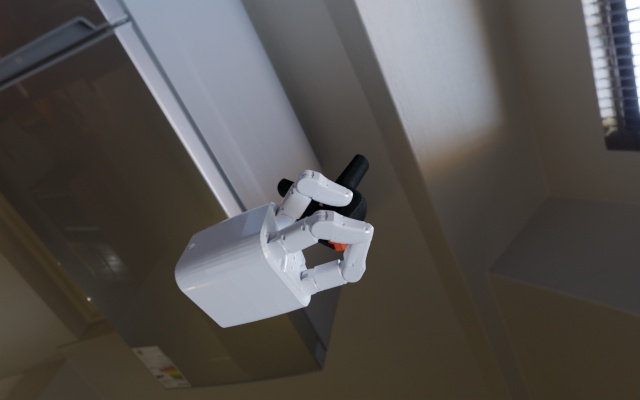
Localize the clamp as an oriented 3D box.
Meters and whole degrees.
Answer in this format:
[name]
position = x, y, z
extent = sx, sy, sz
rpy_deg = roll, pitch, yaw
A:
[clamp]
position = 0.000, 0.002, 0.554
extent = 0.120, 0.039, 0.171
rpy_deg = -19, 25, 14
